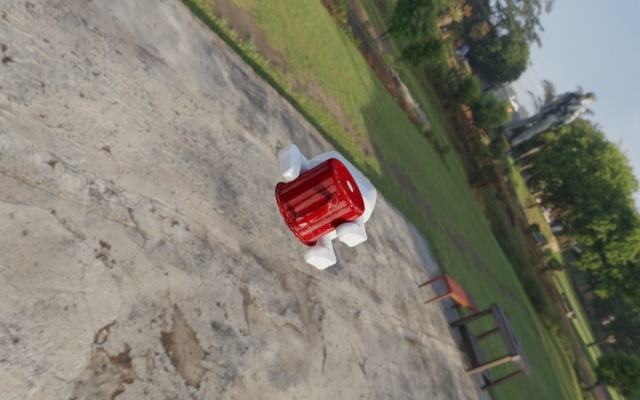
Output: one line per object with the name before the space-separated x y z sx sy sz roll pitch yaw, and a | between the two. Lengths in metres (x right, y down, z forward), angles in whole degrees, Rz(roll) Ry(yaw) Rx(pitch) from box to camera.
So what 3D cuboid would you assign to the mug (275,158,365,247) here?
mug | 0.000 0.002 0.586 0.081 0.093 0.117 -29 6 18
